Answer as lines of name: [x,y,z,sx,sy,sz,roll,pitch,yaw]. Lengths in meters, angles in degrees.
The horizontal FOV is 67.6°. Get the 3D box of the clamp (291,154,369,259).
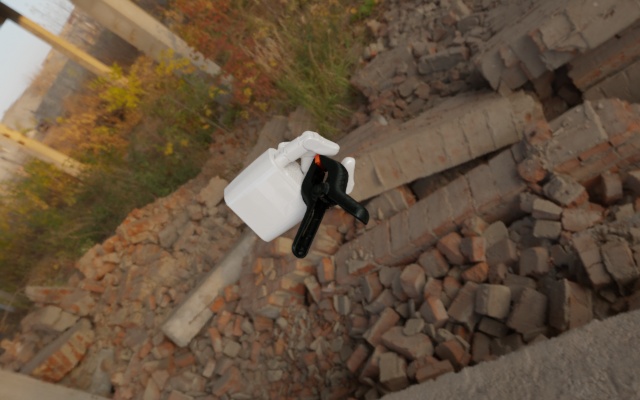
clamp: [0.000,0.002,0.680,0.120,0.039,0.171,-31,37,13]
